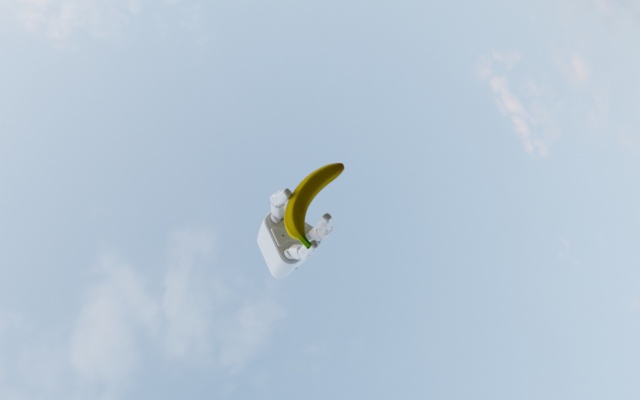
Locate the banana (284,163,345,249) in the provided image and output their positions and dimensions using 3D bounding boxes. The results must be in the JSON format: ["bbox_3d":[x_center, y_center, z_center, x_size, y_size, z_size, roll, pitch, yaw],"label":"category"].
[{"bbox_3d":[-0.018,-0.002,0.855,0.069,0.197,0.037,24,-33,-1],"label":"banana"}]
